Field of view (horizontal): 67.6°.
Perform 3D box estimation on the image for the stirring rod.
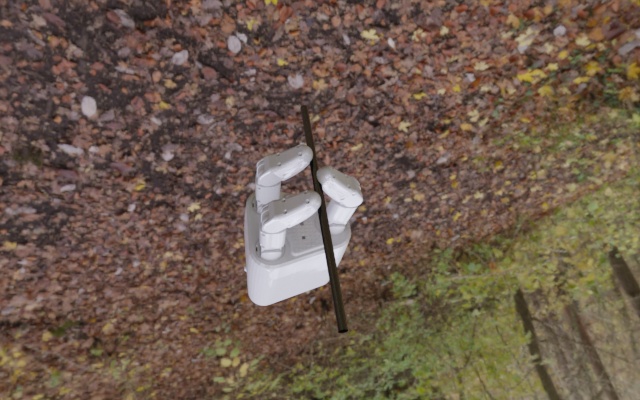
[{"bbox_3d":[0.000,0.001,0.430,0.011,0.239,0.011,-7,-34,-5],"label":"stirring rod"}]
